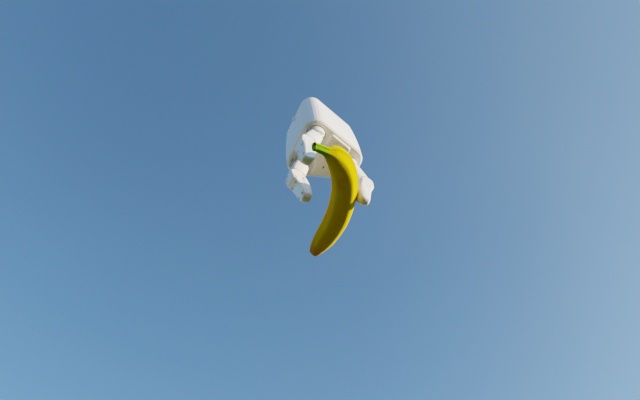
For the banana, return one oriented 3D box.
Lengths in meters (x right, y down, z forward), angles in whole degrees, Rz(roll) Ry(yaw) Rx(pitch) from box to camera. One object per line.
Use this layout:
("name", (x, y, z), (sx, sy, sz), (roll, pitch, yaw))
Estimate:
("banana", (0.019, -0.002, 0.680), (0.069, 0.198, 0.037), (-5, 36, -8))
